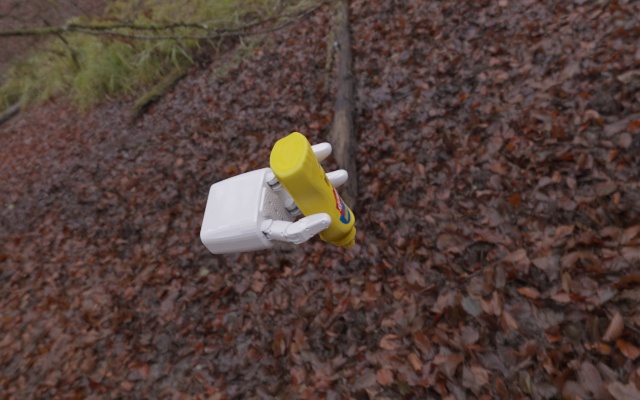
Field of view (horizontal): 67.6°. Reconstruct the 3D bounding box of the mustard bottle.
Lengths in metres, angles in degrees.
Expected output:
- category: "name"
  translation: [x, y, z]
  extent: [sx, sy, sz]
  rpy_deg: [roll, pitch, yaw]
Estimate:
- category: "mustard bottle"
  translation: [0.000, 0.002, 0.672]
  extent: [0.058, 0.192, 0.096]
  rpy_deg: [-27, 35, 9]
